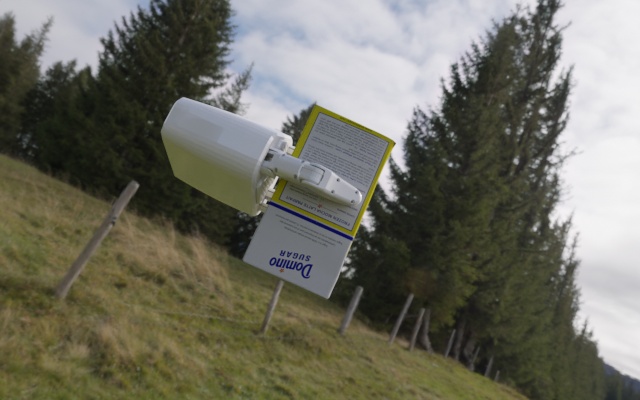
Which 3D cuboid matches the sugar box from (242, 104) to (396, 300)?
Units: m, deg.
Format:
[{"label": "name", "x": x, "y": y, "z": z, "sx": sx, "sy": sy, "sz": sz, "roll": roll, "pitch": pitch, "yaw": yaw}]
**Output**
[{"label": "sugar box", "x": 0.000, "y": 0.002, "z": 0.488, "sx": 0.093, "sy": 0.176, "sz": 0.048, "roll": 25, "pitch": -8, "yaw": 2}]
